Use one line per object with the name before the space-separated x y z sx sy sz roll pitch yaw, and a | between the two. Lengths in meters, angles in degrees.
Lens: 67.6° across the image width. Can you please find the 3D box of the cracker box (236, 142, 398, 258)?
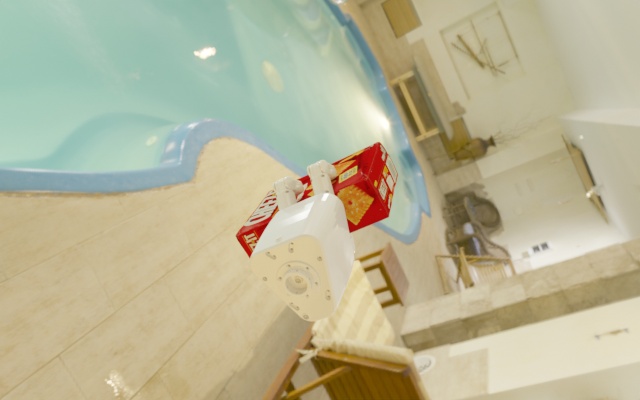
cracker box | 0.000 0.002 0.705 0.214 0.072 0.164 -23 16 22
